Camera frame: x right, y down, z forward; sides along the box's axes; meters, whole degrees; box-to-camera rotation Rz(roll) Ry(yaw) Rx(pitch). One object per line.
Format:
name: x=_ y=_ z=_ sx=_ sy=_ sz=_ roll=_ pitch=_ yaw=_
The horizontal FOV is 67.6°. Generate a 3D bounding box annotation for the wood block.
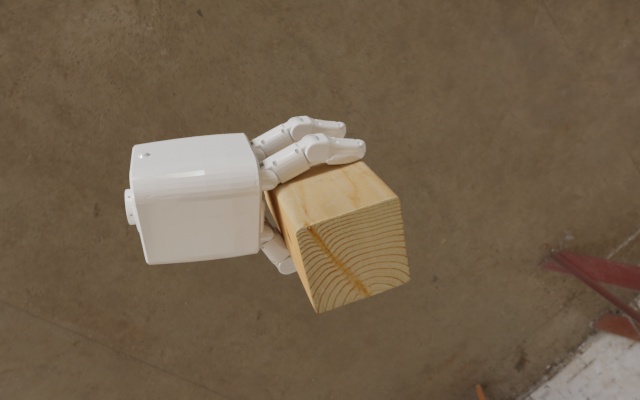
wood block: x=0.000 y=0.002 z=0.475 sx=0.090 sy=0.091 sz=0.206 roll=-18 pitch=31 yaw=-9
